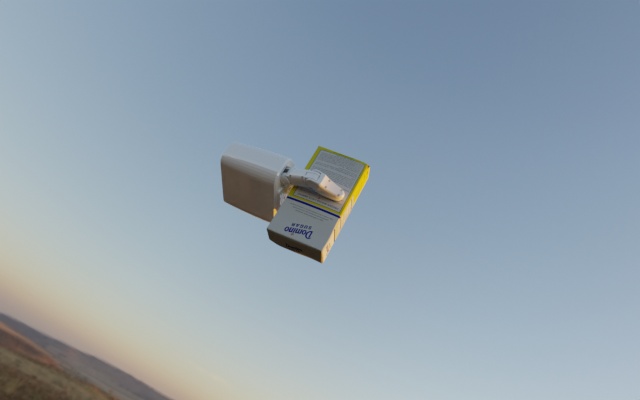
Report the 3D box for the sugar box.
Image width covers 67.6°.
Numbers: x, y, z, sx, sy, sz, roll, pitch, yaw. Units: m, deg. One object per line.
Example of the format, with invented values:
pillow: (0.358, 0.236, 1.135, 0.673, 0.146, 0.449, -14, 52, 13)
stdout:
sugar box: (0.000, 0.003, 0.737, 0.093, 0.176, 0.048, 22, -29, 16)
